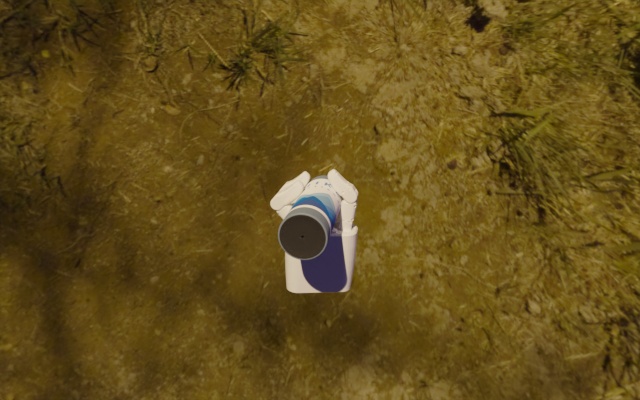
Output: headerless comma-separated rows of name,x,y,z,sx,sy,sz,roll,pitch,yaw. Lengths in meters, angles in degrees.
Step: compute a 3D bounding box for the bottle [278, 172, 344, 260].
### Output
bottle,0.000,0.002,0.758,0.069,0.069,0.295,0,18,10
